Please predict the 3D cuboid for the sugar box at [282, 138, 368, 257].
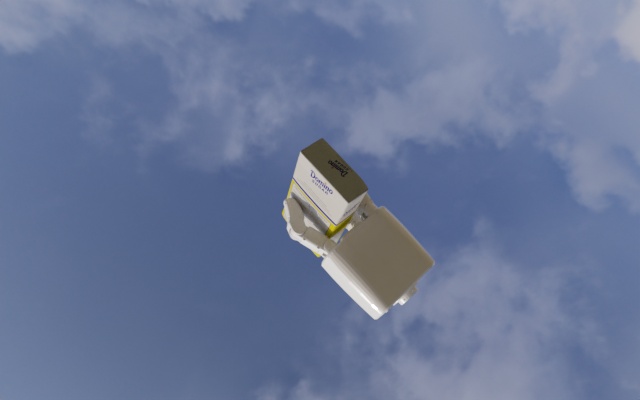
[{"bbox_3d":[0.001,0.002,0.661,0.048,0.093,0.176,-34,-15,-29],"label":"sugar box"}]
